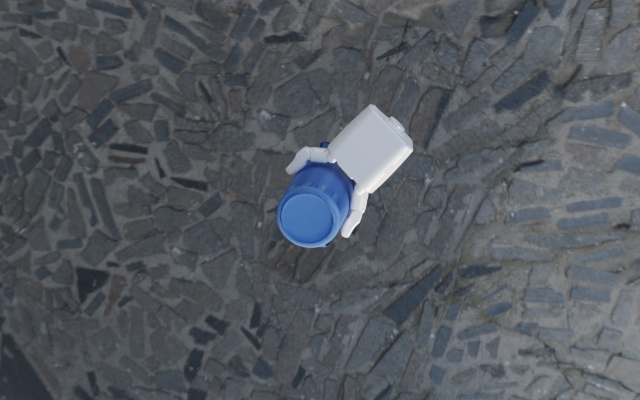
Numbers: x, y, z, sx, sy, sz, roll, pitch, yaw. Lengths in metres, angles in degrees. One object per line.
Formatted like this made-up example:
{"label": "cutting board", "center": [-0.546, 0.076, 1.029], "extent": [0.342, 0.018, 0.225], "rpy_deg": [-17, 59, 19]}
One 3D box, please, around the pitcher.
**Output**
{"label": "pitcher", "center": [0.000, 0.003, 0.884], "extent": [0.145, 0.149, 0.242], "rpy_deg": [-44, 6, 20]}
